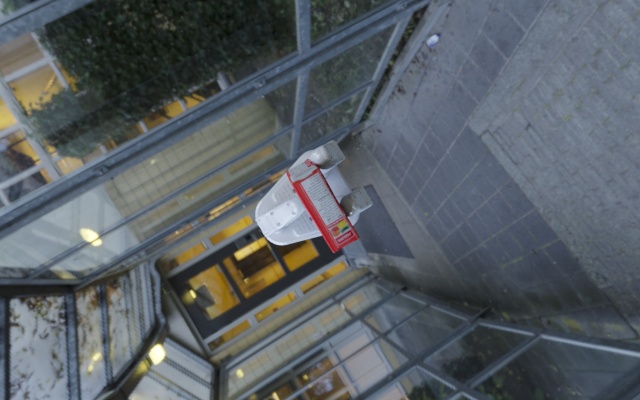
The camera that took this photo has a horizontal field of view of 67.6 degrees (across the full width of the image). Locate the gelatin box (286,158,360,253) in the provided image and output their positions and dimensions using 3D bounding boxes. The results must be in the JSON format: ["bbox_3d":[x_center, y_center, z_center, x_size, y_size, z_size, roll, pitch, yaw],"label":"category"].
[{"bbox_3d":[0.000,0.002,0.448,0.030,0.073,0.089,-31,12,-1],"label":"gelatin box"}]
